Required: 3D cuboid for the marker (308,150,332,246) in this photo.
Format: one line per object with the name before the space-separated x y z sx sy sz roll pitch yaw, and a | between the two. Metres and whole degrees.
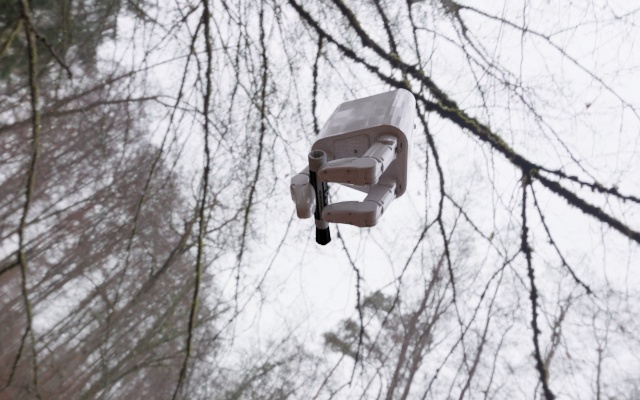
marker | 0.000 0.002 0.517 0.020 0.121 0.020 -3 37 2
